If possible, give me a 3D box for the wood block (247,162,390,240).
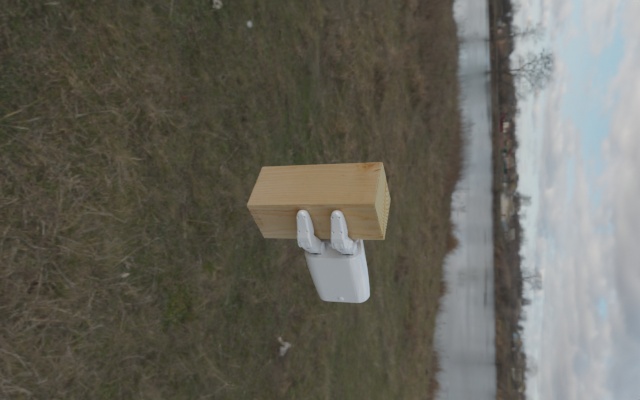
[{"bbox_3d":[0.000,0.003,0.774,0.206,0.090,0.090,-1,-42,19],"label":"wood block"}]
